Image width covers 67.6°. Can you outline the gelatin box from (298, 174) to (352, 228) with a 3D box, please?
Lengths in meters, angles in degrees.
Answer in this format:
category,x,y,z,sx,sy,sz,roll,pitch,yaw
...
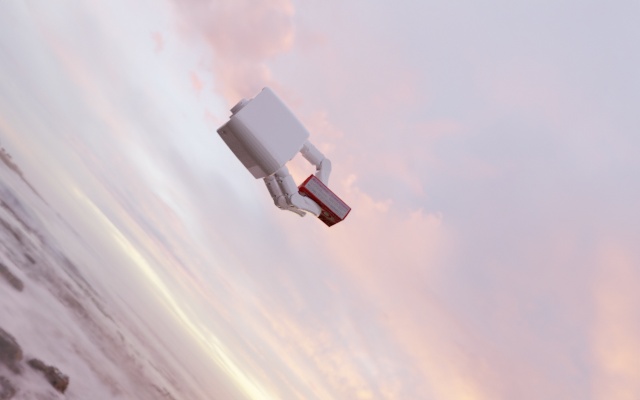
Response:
category,x,y,z,sx,sy,sz,roll,pitch,yaw
gelatin box,0.001,0.002,0.793,0.089,0.030,0.073,41,-20,-5
